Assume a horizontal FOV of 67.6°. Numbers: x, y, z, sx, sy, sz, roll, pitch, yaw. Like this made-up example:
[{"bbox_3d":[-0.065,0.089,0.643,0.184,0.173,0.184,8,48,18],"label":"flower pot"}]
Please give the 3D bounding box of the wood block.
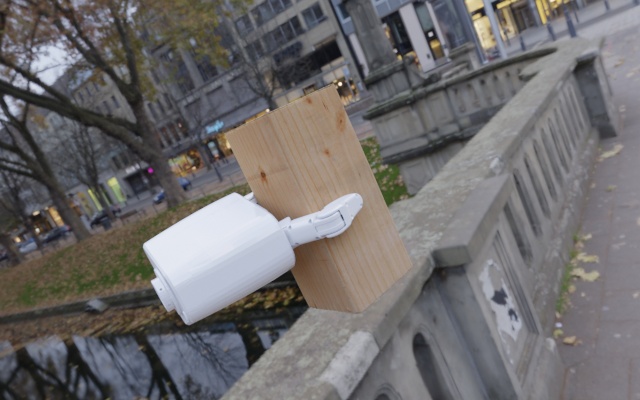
[{"bbox_3d":[0.000,0.002,0.491,0.090,0.206,0.091,-33,14,-34],"label":"wood block"}]
